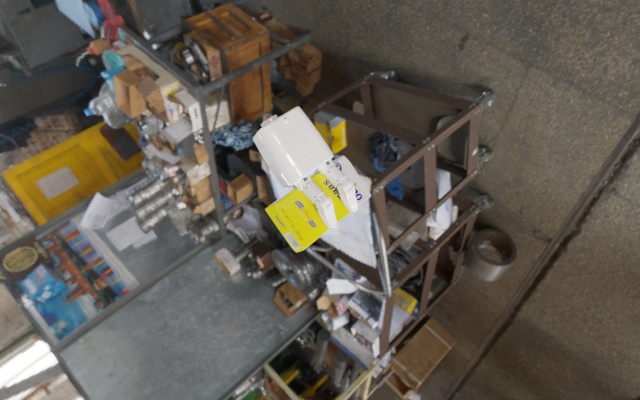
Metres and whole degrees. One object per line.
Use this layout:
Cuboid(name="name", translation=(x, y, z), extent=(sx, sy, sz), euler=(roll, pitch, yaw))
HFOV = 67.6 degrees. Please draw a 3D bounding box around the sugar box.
Cuboid(name="sugar box", translation=(0.000, 0.003, 0.836), extent=(0.176, 0.093, 0.048), euler=(-37, 7, -28))
